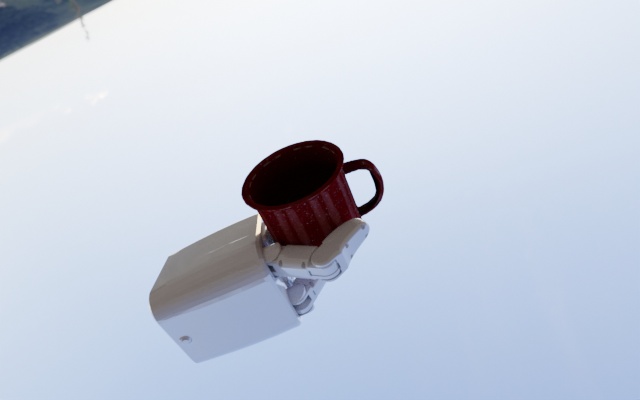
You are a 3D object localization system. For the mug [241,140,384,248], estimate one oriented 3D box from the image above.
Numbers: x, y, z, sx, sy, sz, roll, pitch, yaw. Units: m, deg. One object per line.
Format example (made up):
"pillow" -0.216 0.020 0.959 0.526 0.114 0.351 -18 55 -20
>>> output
"mug" 0.001 0.001 0.425 0.117 0.081 0.093 -22 36 4
